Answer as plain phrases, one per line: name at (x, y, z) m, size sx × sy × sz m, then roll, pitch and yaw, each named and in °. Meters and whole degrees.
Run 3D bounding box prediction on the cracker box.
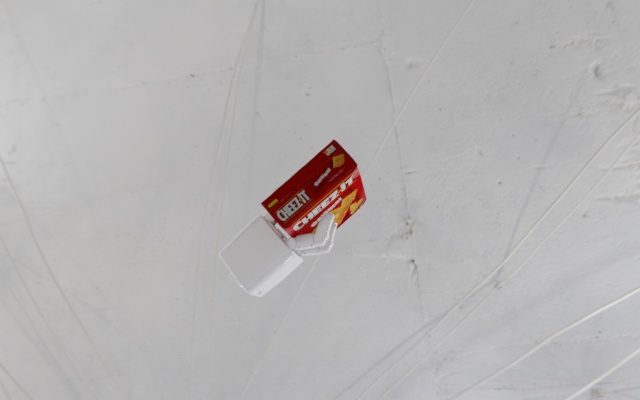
cracker box at (0.000, 0.003, 0.873) m, size 0.164 × 0.072 × 0.214 m, roll -42°, pitch -18°, yaw -3°
